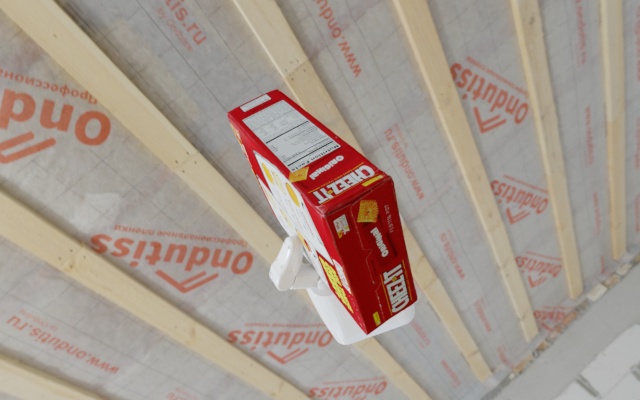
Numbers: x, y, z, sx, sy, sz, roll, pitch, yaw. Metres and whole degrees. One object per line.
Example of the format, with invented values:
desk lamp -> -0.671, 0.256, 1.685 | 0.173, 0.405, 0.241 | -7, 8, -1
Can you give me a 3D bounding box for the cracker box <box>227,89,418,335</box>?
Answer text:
cracker box -> 0.000, 0.002, 0.478 | 0.072, 0.164, 0.213 | -31, 41, -12
